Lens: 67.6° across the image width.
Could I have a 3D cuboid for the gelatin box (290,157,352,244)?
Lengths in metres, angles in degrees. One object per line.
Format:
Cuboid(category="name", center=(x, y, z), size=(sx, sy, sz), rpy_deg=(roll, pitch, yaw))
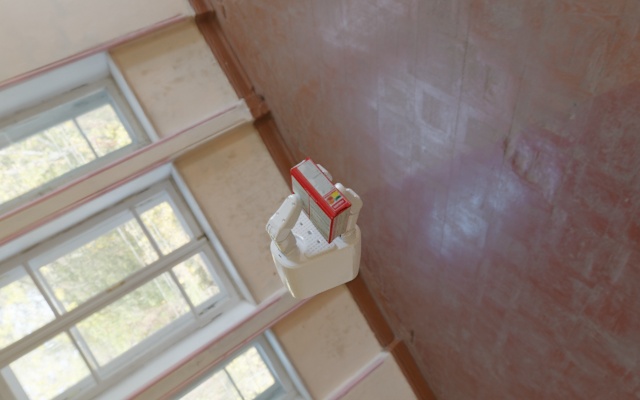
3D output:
Cuboid(category="gelatin box", center=(0.000, 0.002, 0.544), size=(0.030, 0.073, 0.089), rpy_deg=(-36, -18, -14))
